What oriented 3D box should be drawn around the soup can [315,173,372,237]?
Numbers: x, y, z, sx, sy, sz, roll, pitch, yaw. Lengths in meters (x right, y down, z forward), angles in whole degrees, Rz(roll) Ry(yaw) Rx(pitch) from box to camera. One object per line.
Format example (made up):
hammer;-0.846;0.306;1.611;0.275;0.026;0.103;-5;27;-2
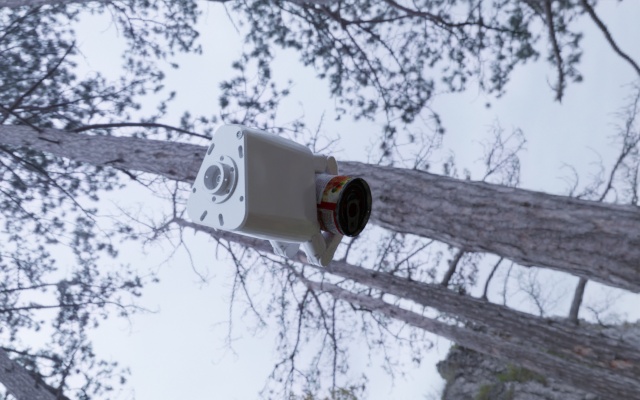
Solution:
soup can;0.000;0.002;0.566;0.102;0.068;0.068;9;5;37
